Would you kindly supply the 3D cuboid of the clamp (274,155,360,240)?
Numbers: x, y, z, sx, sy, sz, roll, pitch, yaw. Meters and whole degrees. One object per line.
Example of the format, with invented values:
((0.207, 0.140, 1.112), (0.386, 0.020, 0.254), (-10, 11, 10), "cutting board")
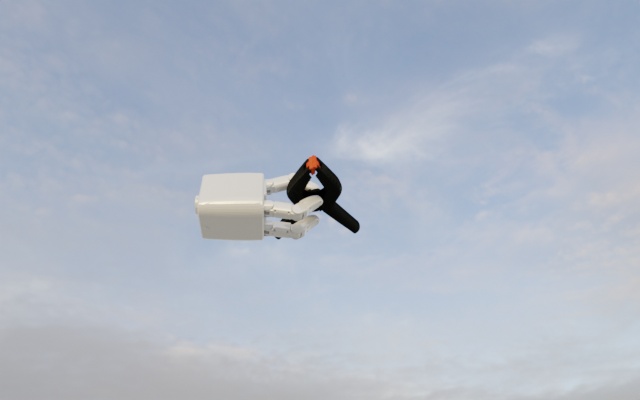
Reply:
((0.000, 0.002, 0.843), (0.164, 0.036, 0.210), (-1, -39, -7), "clamp")
